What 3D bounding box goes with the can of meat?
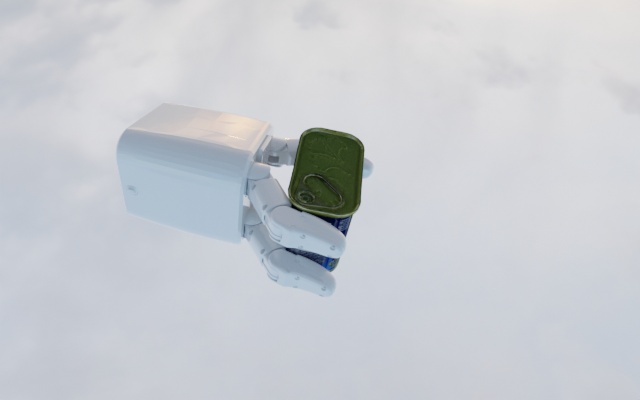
[{"bbox_3d":[0.000,0.002,0.418,0.057,0.102,0.084,11,-45,-2],"label":"can of meat"}]
